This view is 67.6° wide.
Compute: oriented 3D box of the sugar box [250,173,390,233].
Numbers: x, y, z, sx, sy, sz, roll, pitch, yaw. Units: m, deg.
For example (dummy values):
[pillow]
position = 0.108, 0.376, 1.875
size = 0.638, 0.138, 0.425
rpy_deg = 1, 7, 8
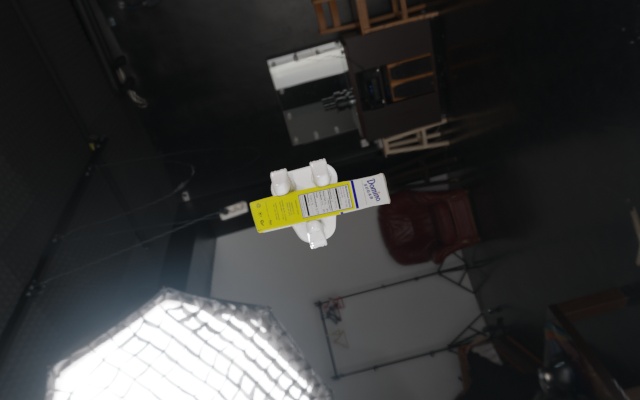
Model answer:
[sugar box]
position = 0.000, 0.002, 0.648
size = 0.176, 0.048, 0.093
rpy_deg = -15, 1, 1
